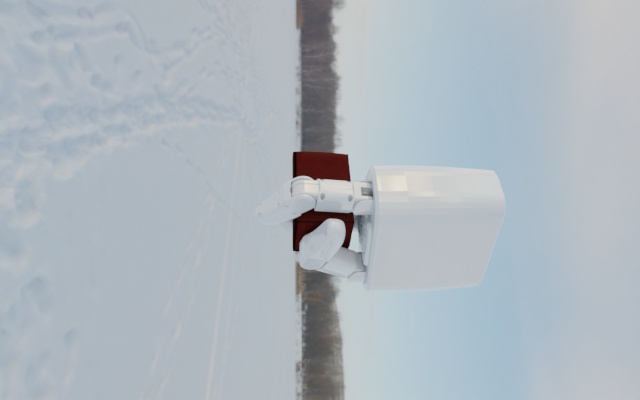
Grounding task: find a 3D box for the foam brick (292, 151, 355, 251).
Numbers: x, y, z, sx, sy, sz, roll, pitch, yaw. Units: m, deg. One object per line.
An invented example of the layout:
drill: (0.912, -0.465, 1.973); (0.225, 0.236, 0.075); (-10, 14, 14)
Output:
foam brick: (0.000, 0.001, 0.434); (0.051, 0.078, 0.053); (0, -35, -4)
